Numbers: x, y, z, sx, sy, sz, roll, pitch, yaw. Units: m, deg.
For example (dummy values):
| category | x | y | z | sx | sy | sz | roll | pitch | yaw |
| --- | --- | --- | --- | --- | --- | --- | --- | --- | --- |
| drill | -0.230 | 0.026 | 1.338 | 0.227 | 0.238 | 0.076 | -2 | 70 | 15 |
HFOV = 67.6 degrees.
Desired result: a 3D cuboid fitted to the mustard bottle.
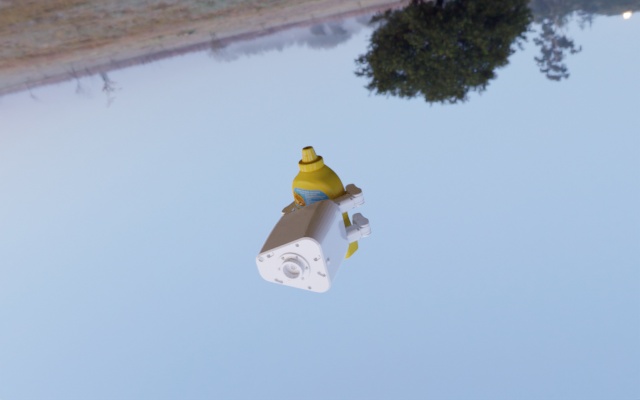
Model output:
| category | x | y | z | sx | sy | sz | roll | pitch | yaw |
| --- | --- | --- | --- | --- | --- | --- | --- | --- | --- |
| mustard bottle | 0.000 | 0.003 | 0.784 | 0.096 | 0.192 | 0.058 | 9 | 33 | 41 |
